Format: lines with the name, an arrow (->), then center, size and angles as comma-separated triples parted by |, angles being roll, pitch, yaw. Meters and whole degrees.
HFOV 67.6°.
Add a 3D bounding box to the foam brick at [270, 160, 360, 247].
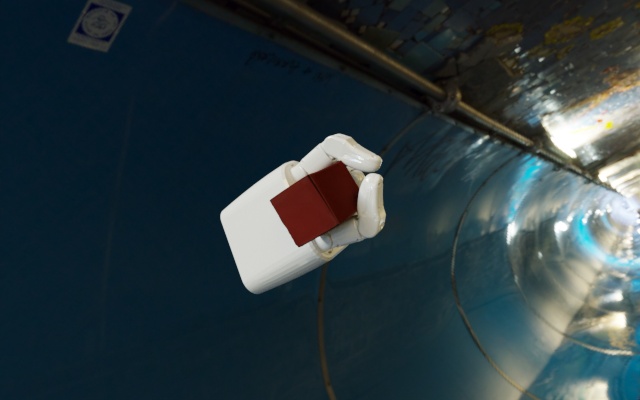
foam brick -> 0.000, 0.001, 0.452 | 0.051, 0.053, 0.078 | -31, -1, 28
